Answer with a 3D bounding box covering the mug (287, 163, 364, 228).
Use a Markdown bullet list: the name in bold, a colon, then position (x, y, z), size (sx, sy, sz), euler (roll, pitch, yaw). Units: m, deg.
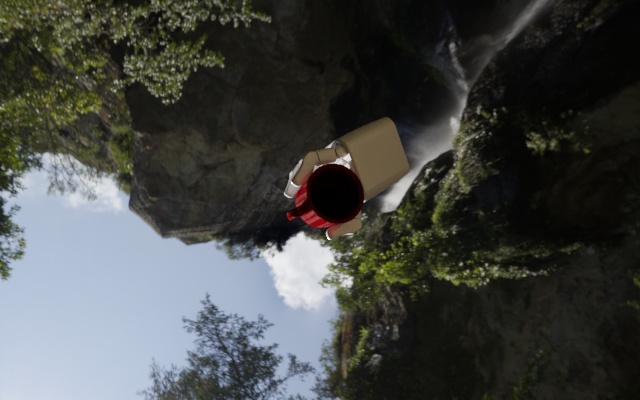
- **mug**: position (-0.001, 0.003, 0.744), size (0.117, 0.093, 0.081), euler (-28, -1, -23)
